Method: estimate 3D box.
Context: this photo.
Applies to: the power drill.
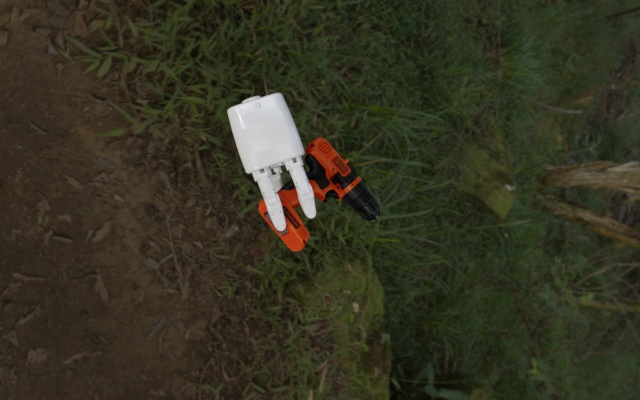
[{"bbox_3d":[0.000,0.003,0.835,0.187,0.184,0.057,-42,2,-32],"label":"power drill"}]
